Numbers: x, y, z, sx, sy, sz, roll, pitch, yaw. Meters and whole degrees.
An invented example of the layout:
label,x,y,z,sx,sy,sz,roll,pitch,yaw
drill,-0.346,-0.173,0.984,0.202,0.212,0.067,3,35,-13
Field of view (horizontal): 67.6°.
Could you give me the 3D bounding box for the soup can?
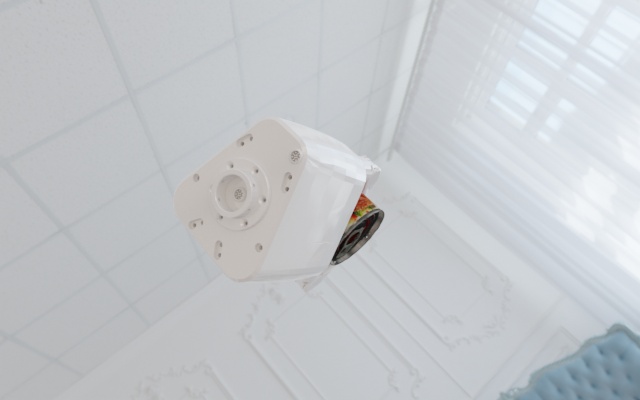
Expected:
label,x,y,z,sx,sy,sz,roll,pitch,yaw
soup can,0.000,0.001,0.448,0.102,0.068,0.068,45,19,21
